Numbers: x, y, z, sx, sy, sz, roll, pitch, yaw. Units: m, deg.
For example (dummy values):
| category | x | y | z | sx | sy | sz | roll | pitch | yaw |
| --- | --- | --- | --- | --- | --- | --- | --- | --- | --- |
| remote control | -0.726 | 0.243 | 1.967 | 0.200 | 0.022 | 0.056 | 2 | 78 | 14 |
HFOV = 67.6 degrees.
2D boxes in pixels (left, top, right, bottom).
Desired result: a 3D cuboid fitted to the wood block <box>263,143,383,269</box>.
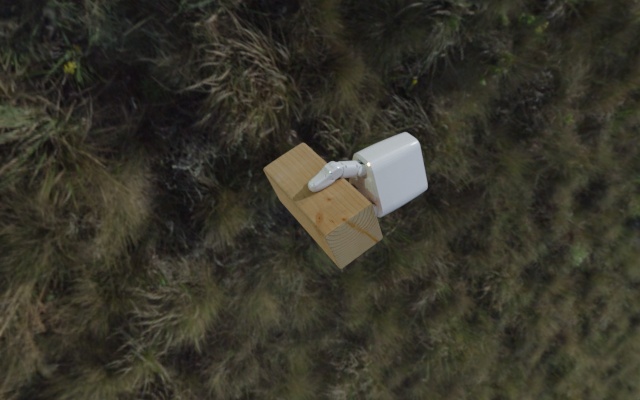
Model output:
| category | x | y | z | sx | sy | sz | roll | pitch | yaw |
| --- | --- | --- | --- | --- | --- | --- | --- | --- | --- |
| wood block | 0.000 | 0.002 | 0.798 | 0.090 | 0.091 | 0.206 | -35 | 47 | -11 |
